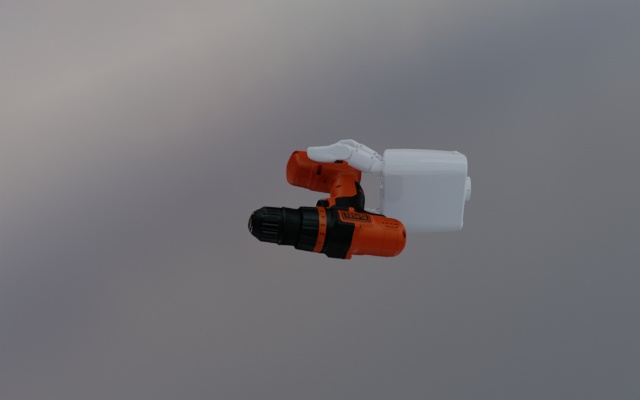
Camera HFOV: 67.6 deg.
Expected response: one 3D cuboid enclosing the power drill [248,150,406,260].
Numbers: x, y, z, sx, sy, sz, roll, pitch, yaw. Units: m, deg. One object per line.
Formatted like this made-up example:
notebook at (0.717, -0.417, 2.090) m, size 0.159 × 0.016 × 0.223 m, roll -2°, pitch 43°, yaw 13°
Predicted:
power drill at (0.000, 0.002, 0.606) m, size 0.184 × 0.057 × 0.187 m, roll 9°, pitch 30°, yaw -14°
